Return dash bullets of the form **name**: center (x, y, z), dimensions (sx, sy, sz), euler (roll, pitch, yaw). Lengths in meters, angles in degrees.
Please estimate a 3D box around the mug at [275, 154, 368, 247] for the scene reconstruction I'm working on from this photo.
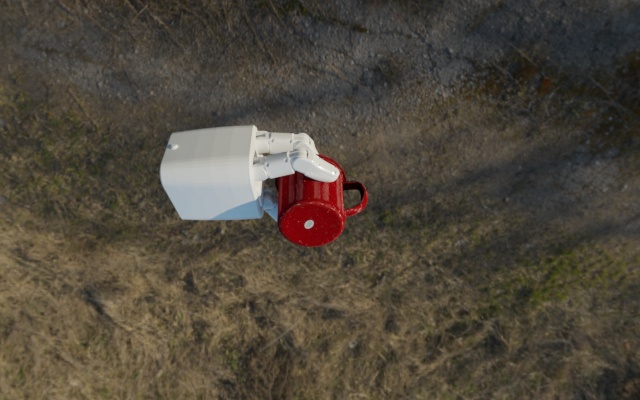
- **mug**: center (0.002, 0.002, 0.592), dimensions (0.117, 0.093, 0.081), euler (-4, 44, 2)
